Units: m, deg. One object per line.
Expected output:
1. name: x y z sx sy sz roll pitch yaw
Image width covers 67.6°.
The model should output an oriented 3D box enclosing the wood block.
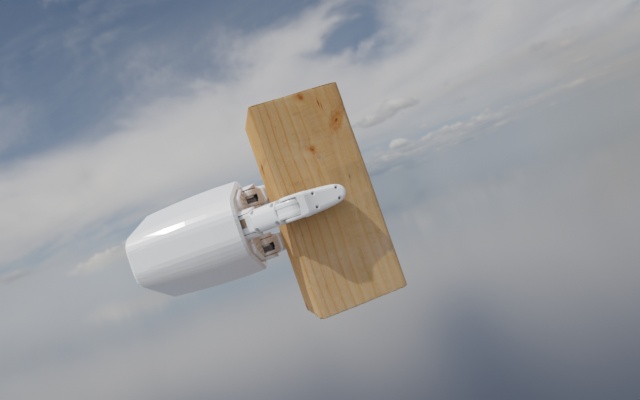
1. wood block: 0.000 0.002 0.484 0.090 0.206 0.091 -19 -1 -12
